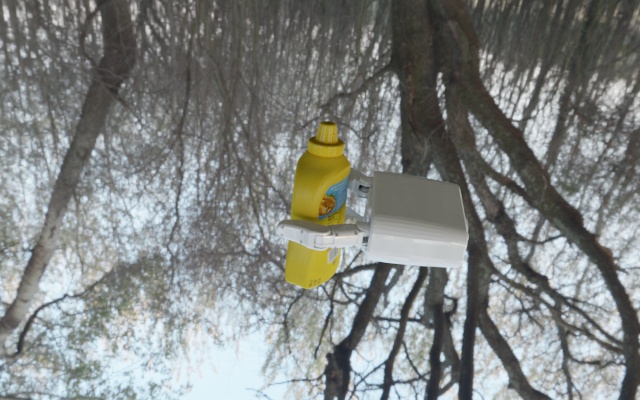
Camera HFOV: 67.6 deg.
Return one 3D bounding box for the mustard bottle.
[{"bbox_3d":[0.000,0.002,0.564,0.058,0.192,0.096,18,27,23],"label":"mustard bottle"}]
